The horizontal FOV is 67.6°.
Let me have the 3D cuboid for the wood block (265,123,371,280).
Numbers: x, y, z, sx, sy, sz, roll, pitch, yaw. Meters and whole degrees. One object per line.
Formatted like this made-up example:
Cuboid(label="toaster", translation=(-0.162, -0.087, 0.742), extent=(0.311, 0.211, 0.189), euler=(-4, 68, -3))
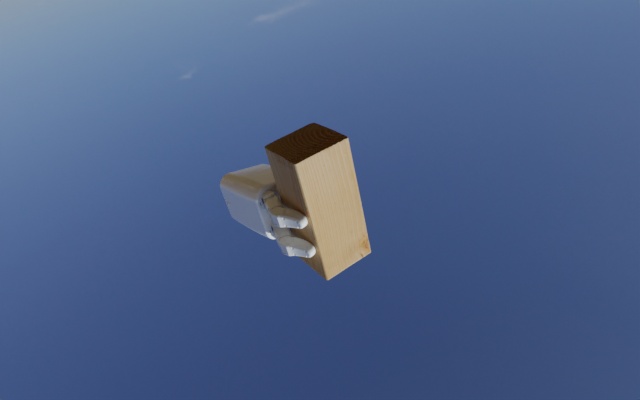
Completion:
Cuboid(label="wood block", translation=(0.000, 0.002, 0.715), extent=(0.091, 0.206, 0.090), euler=(-30, 36, -22))
